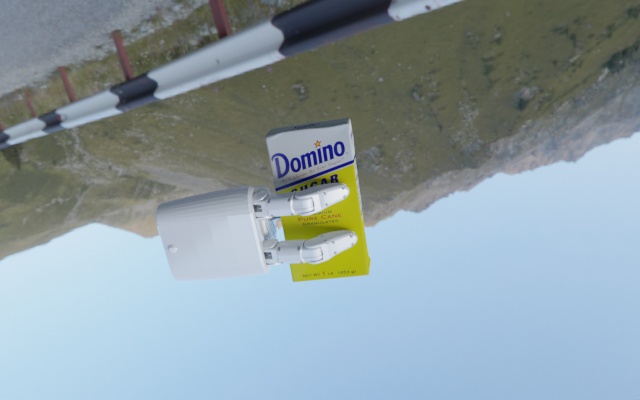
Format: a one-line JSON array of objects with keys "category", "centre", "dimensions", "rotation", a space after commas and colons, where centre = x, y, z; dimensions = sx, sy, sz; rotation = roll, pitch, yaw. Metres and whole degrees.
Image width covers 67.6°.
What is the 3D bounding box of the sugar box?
[{"category": "sugar box", "centre": [0.000, 0.002, 0.540], "dimensions": [0.093, 0.176, 0.048], "rotation": [-8, 19, 8]}]
